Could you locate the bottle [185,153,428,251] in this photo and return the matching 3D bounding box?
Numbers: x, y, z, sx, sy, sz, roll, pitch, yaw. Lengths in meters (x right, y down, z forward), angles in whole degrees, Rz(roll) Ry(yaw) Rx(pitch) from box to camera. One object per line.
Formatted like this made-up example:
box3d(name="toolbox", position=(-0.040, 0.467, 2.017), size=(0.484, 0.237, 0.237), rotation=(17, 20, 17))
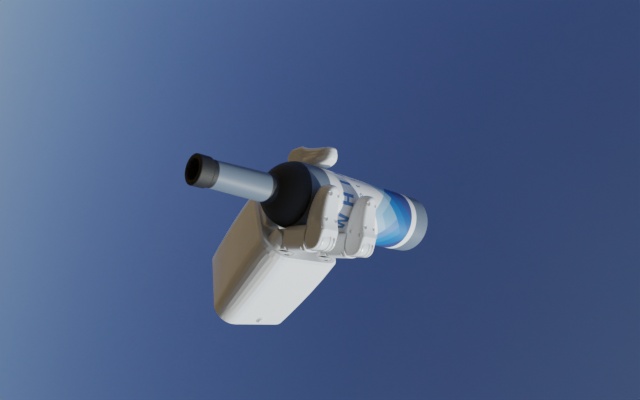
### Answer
box3d(name="bottle", position=(0.000, 0.002, 0.488), size=(0.296, 0.069, 0.069), rotation=(15, -10, -43))
